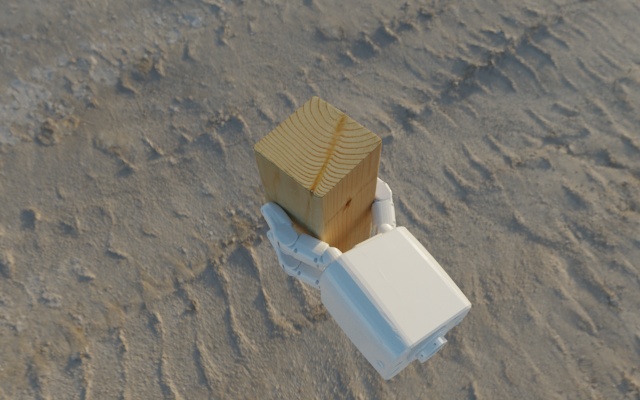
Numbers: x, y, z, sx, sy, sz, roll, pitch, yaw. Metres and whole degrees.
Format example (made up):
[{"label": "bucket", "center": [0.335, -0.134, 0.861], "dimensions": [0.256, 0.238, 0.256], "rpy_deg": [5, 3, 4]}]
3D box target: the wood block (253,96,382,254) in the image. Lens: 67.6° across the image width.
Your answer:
[{"label": "wood block", "center": [0.001, 0.002, 0.531], "dimensions": [0.090, 0.090, 0.206], "rpy_deg": [37, -24, 22]}]
